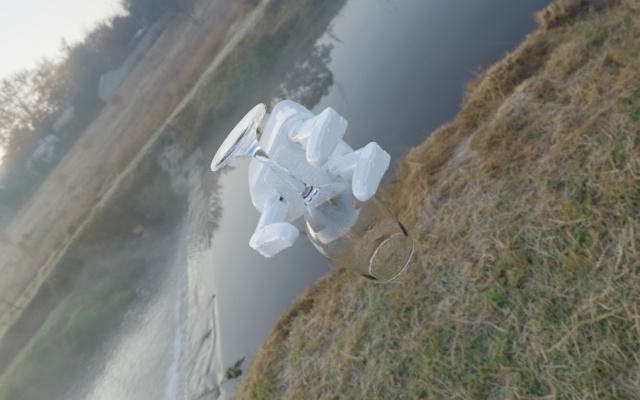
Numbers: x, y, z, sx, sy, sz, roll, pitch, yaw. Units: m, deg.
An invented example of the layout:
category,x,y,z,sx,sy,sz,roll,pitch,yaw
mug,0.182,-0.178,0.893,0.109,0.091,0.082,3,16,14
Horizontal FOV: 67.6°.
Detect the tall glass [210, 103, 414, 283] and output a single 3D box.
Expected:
category,x,y,z,sx,sy,sz,roll,pitch,yaw
tall glass,0.000,0.001,0.451,0.201,0.079,0.079,38,-17,-23
